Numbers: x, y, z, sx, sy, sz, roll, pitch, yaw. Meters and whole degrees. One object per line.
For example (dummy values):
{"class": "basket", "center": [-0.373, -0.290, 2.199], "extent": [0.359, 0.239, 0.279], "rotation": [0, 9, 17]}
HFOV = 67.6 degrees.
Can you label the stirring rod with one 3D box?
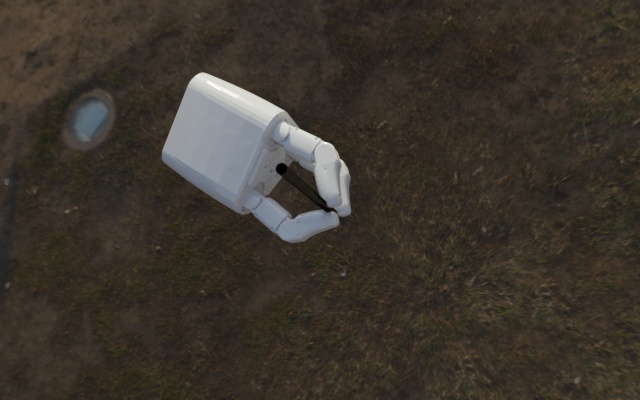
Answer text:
{"class": "stirring rod", "center": [0.000, 0.001, 0.430], "extent": [0.011, 0.011, 0.239], "rotation": [0, -11, 13]}
